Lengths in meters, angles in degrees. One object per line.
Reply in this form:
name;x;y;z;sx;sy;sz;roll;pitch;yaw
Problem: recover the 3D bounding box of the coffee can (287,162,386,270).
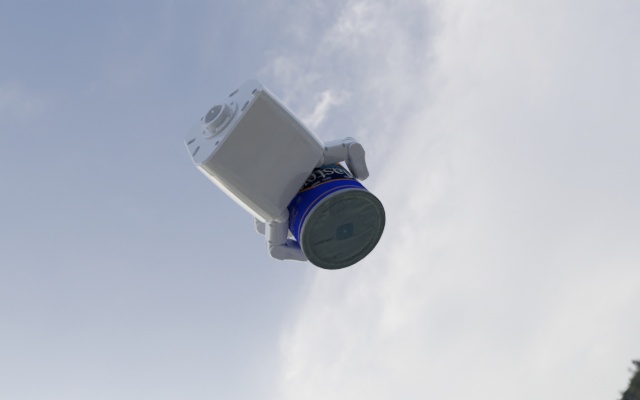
coffee can;0.000;0.002;0.577;0.103;0.103;0.140;0;28;-27
